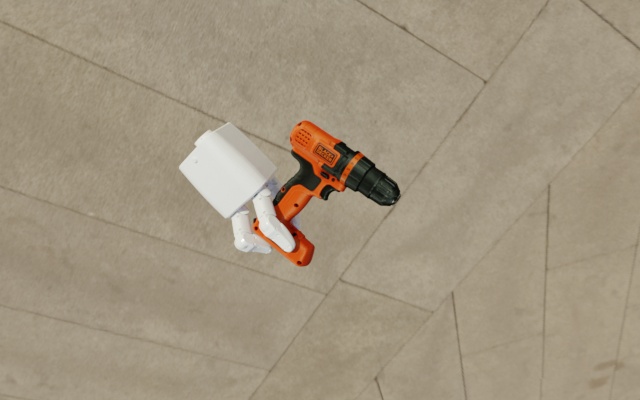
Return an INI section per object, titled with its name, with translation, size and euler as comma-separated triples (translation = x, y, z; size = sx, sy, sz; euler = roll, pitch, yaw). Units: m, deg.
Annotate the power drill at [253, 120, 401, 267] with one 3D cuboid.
[power drill]
translation = 0.000, 0.003, 0.703
size = 0.184, 0.188, 0.057
euler = 37, 13, 15
